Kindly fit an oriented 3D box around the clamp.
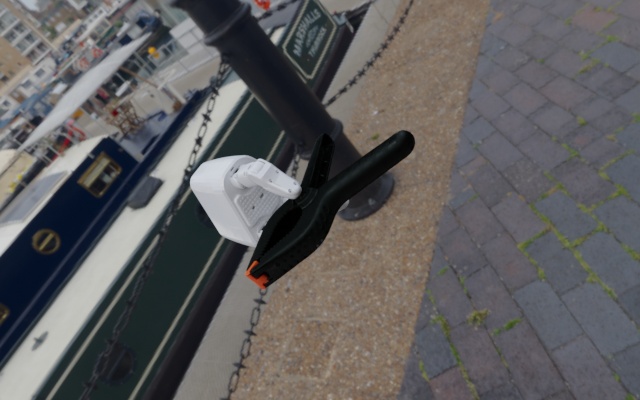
[{"bbox_3d":[-0.001,0.002,0.500,0.036,0.210,0.164,45,-24,-26],"label":"clamp"}]
